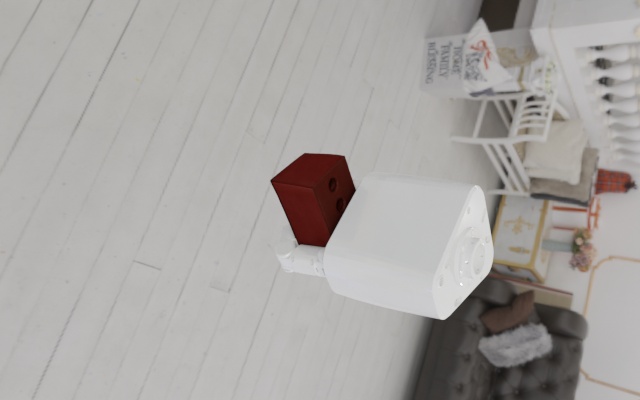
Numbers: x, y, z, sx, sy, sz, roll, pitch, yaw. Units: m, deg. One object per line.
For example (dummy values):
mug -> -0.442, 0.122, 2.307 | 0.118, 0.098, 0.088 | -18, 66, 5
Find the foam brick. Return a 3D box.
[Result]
foam brick -> 0.000, 0.001, 0.443 | 0.051, 0.078, 0.053 | 8, 41, 41
